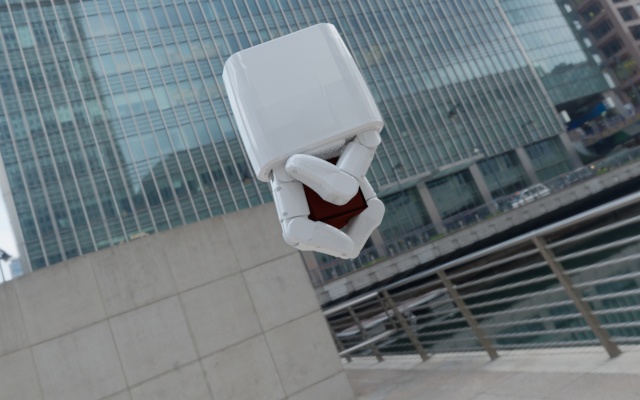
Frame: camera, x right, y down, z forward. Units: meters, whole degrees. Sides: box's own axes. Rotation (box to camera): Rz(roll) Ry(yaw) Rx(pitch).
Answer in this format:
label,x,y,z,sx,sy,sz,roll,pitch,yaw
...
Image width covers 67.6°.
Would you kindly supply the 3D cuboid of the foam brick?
label,x,y,z,sx,sy,sz,roll,pitch,yaw
foam brick,0.000,0.002,0.442,0.053,0.051,0.078,-18,-12,-23
